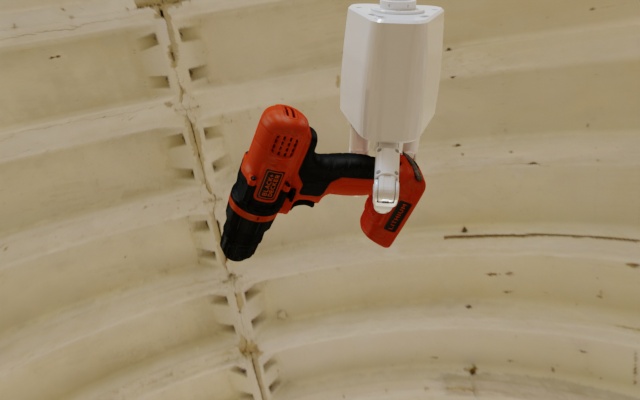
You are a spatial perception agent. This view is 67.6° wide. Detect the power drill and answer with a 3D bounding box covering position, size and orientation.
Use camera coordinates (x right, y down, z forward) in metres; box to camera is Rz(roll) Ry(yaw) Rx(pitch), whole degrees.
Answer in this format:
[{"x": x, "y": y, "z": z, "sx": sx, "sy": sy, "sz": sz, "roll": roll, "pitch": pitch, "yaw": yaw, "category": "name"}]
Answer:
[{"x": 0.001, "y": 0.001, "z": 0.499, "sx": 0.187, "sy": 0.184, "sz": 0.057, "roll": 9, "pitch": 38, "yaw": -25, "category": "power drill"}]
